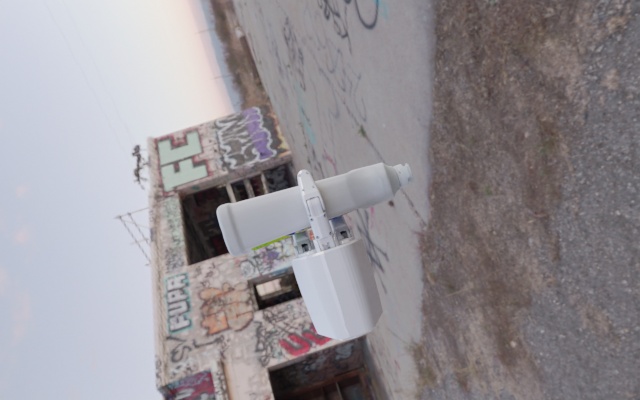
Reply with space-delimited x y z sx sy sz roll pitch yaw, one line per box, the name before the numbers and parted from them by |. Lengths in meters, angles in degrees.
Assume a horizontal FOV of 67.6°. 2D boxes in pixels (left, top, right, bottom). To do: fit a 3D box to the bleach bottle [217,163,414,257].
bleach bottle | 0.000 0.002 0.620 0.251 0.068 0.102 -18 -3 -3
